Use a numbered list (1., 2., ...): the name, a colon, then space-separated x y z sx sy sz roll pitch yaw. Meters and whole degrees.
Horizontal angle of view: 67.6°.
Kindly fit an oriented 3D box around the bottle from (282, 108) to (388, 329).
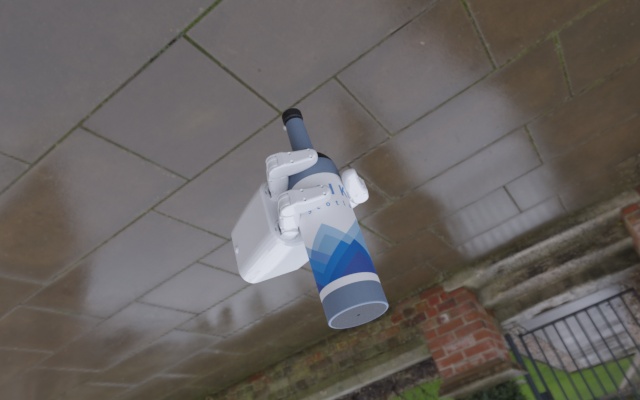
1. bottle: 0.000 0.002 0.576 0.069 0.295 0.069 -13 -32 -8
